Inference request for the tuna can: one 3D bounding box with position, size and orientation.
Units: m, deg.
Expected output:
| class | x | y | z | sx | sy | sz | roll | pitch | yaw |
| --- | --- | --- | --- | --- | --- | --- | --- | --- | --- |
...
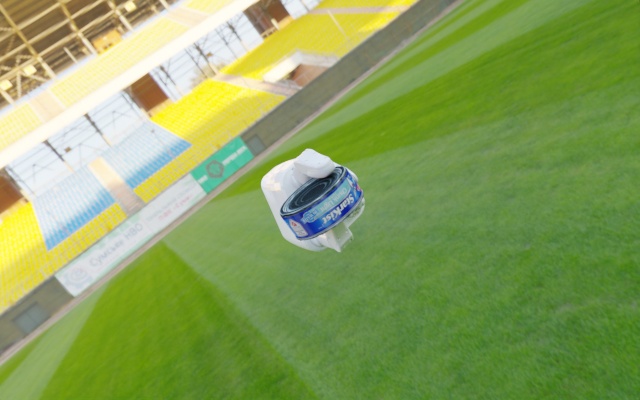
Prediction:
| class | x | y | z | sx | sy | sz | roll | pitch | yaw |
| --- | --- | --- | --- | --- | --- | --- | --- | --- | --- |
| tuna can | 0.000 | 0.001 | 0.496 | 0.086 | 0.034 | 0.086 | -32 | 17 | 11 |
